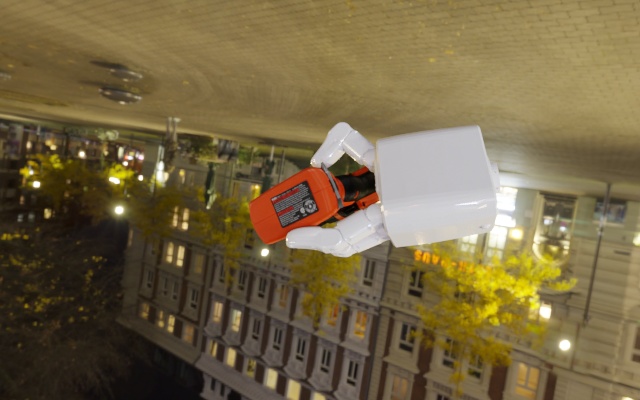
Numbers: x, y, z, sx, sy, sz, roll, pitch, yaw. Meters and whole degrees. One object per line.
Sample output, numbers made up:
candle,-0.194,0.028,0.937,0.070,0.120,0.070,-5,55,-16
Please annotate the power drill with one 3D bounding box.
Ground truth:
power drill,0.000,0.002,0.579,0.184,0.057,0.187,-29,-7,30
